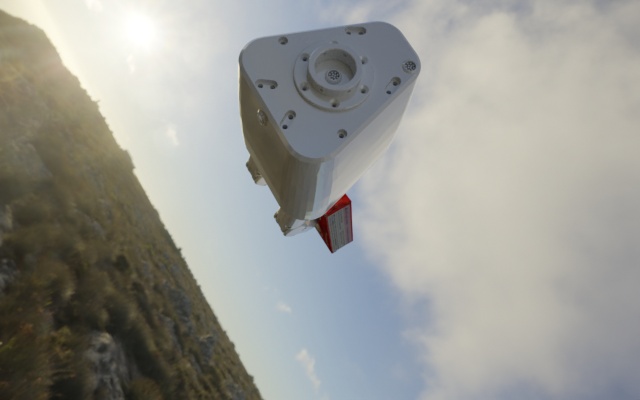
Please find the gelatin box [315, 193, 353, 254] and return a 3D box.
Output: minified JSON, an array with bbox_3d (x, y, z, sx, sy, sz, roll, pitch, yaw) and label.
[{"bbox_3d":[0.000,0.001,0.466,0.030,0.073,0.089,-30,-27,-10],"label":"gelatin box"}]
